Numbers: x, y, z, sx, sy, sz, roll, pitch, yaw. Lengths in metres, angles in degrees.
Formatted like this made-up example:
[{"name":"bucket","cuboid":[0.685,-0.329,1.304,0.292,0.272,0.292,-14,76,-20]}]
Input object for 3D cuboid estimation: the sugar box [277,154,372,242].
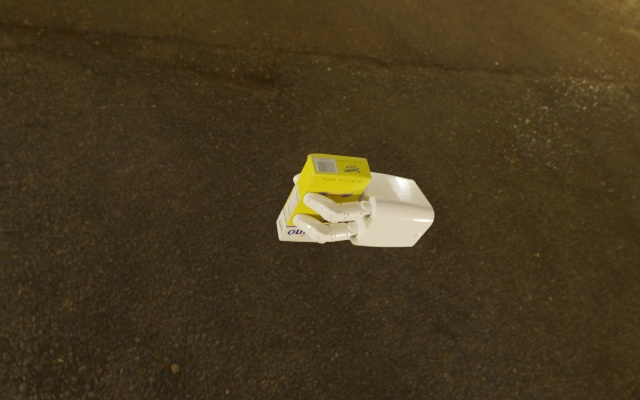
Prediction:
[{"name":"sugar box","cuboid":[0.000,0.003,0.742,0.093,0.048,0.176,4,-40,-21]}]
